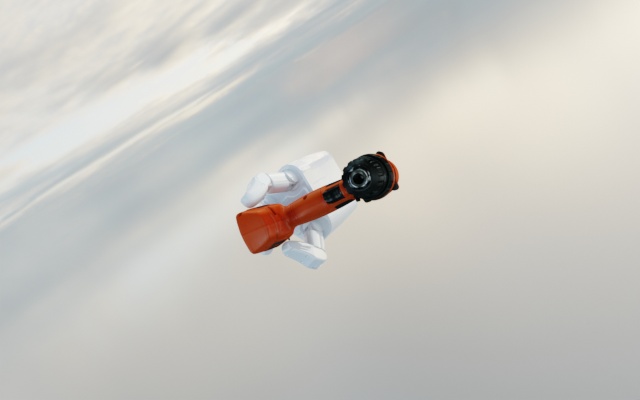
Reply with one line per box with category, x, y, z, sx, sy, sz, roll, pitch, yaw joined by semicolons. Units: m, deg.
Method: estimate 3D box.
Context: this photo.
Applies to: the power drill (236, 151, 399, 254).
power drill;0.000;0.002;0.555;0.187;0.057;0.184;-23;-4;15
